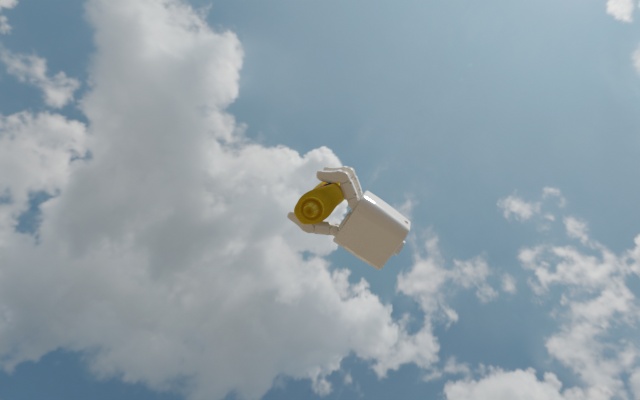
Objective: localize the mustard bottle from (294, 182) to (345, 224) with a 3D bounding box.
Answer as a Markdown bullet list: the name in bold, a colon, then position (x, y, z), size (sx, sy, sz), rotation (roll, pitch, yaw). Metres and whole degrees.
- **mustard bottle**: position (0.000, 0.003, 0.881), size (0.096, 0.058, 0.191), rotation (-31, 3, 15)
